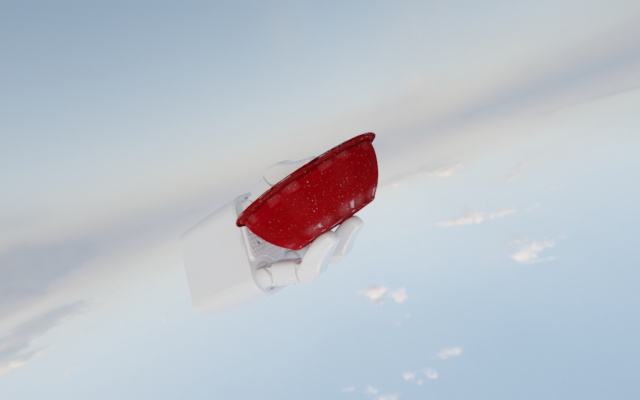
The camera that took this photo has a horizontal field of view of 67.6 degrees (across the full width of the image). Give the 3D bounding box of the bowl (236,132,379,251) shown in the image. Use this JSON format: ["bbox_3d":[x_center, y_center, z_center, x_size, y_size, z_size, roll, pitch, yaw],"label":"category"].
[{"bbox_3d":[0.001,0.001,0.465,0.162,0.055,0.162,-33,-5,-3],"label":"bowl"}]
